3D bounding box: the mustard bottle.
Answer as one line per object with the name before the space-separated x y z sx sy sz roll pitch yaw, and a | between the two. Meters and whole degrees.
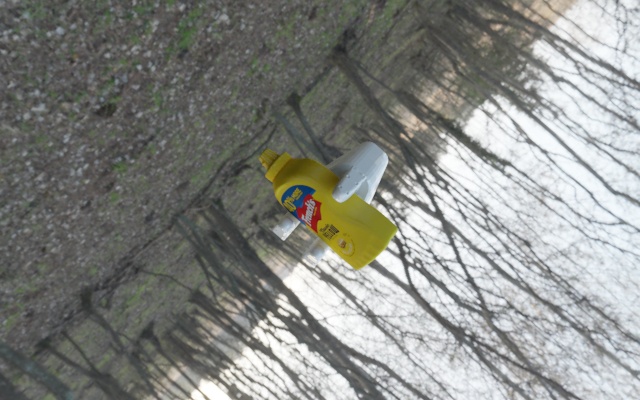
mustard bottle | 0.000 0.002 0.604 0.058 0.191 0.096 -49 -1 -32
